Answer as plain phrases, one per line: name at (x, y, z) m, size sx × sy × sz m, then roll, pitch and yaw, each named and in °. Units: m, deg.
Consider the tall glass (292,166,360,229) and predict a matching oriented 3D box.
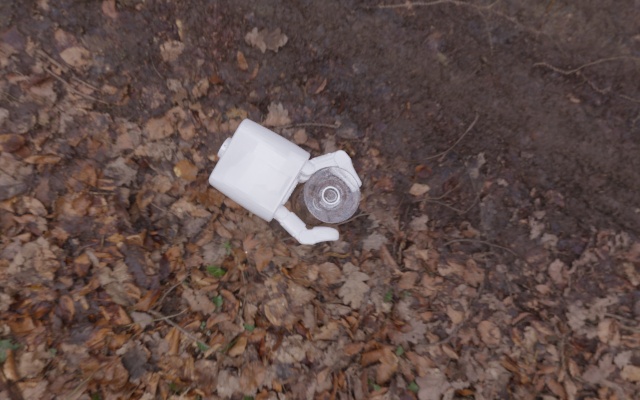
tall glass at (0.000, 0.002, 0.714) m, size 0.079 × 0.079 × 0.201 m, roll 0°, pitch -6°, yaw -9°
